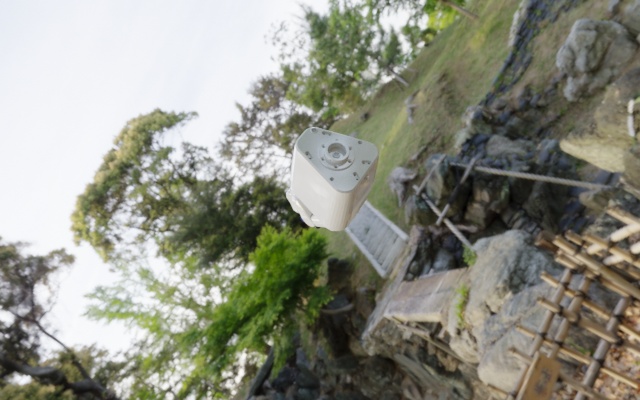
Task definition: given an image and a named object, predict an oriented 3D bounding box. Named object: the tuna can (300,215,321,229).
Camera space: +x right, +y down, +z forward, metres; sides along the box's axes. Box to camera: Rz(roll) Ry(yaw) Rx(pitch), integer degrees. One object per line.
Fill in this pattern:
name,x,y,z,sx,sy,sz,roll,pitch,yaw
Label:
tuna can,0.000,0.002,0.801,0.034,0.086,0.086,27,7,13
